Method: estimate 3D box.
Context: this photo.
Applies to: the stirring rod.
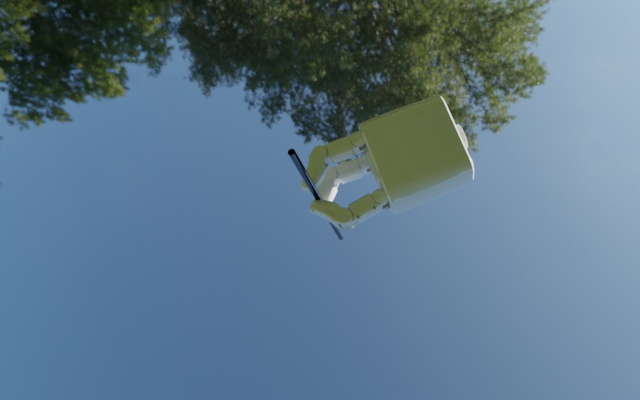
[{"bbox_3d":[0.000,0.002,0.601,0.011,0.011,0.240,0,-26,16],"label":"stirring rod"}]
